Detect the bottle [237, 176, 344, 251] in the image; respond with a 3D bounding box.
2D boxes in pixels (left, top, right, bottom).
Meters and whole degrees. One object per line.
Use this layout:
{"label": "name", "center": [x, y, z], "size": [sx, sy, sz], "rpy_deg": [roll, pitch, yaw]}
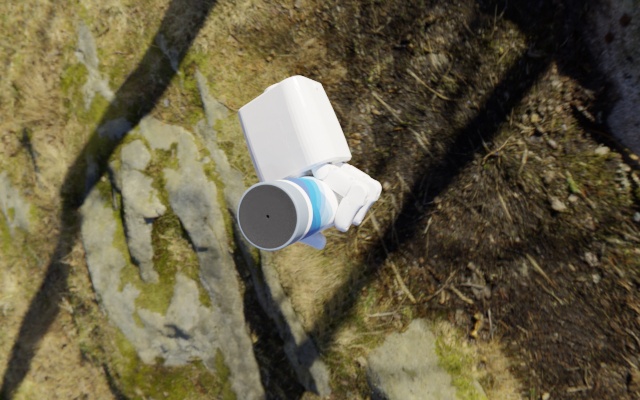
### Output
{"label": "bottle", "center": [0.000, 0.002, 0.590], "size": [0.069, 0.069, 0.295], "rpy_deg": [0, 5, 20]}
